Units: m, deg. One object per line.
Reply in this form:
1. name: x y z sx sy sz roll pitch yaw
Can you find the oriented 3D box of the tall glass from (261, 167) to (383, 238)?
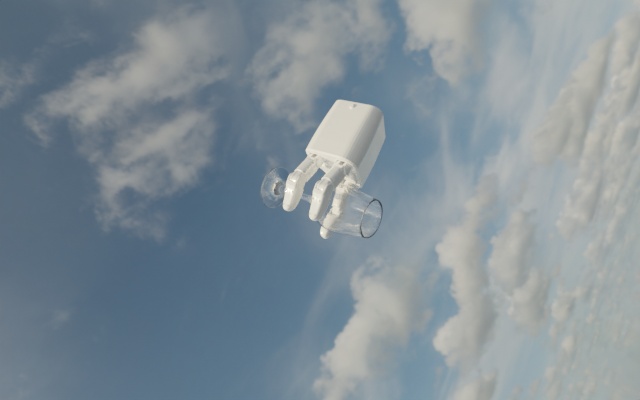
1. tall glass: 0.000 0.003 0.777 0.201 0.079 0.079 19 11 35
